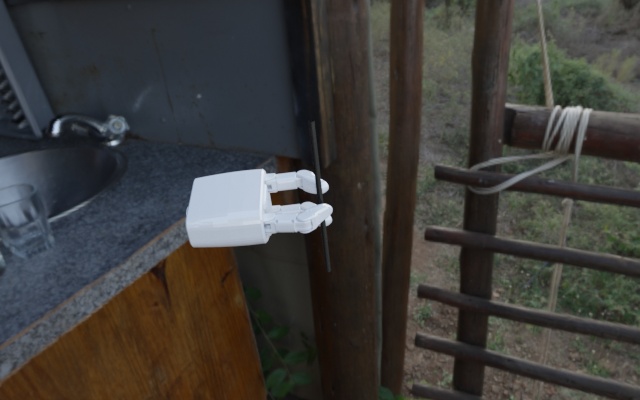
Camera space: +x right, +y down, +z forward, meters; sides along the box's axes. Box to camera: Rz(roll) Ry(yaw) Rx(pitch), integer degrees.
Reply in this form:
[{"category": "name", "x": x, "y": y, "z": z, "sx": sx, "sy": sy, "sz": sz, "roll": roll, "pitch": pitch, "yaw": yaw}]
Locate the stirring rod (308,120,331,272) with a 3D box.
[{"category": "stirring rod", "x": 0.000, "y": 0.002, "z": 0.675, "sx": 0.011, "sy": 0.240, "sz": 0.011, "roll": -5, "pitch": 28, "yaw": 3}]
